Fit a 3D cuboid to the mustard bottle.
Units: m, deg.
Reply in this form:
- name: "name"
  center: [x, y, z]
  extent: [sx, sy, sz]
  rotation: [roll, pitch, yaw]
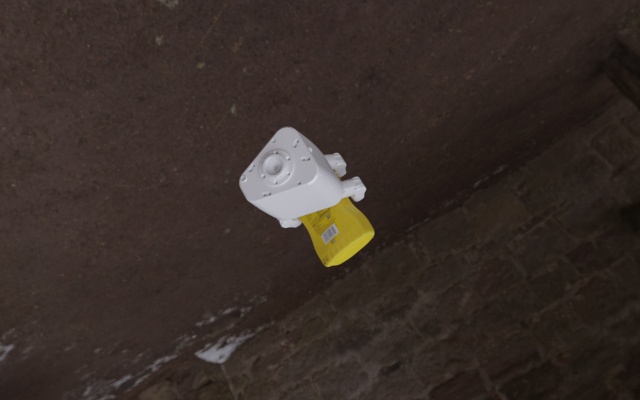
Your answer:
- name: "mustard bottle"
  center: [0.000, 0.003, 0.763]
  extent: [0.058, 0.191, 0.096]
  rotation: [-3, -35, -51]
